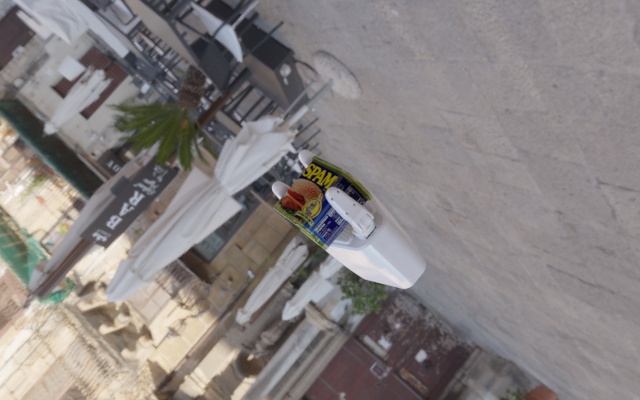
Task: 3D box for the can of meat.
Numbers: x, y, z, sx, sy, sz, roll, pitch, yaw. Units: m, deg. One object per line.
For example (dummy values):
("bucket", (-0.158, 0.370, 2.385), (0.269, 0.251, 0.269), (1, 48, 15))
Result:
("can of meat", (0.000, 0.002, 0.580), (0.057, 0.084, 0.102), (43, -6, -34))
